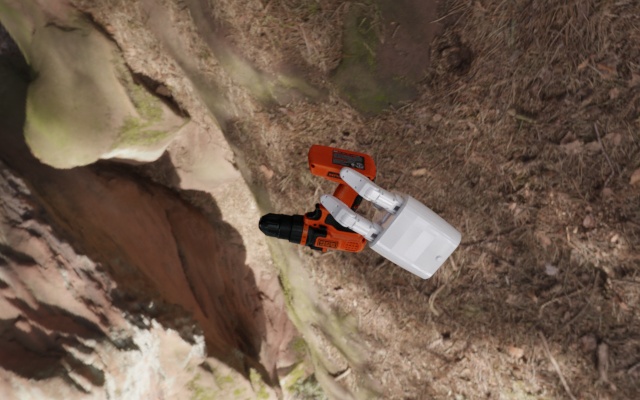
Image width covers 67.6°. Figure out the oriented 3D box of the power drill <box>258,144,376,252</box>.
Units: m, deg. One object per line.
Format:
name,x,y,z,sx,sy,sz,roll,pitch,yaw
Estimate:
power drill,0.000,0.002,0.766,0.184,0.188,0.057,9,42,-8
